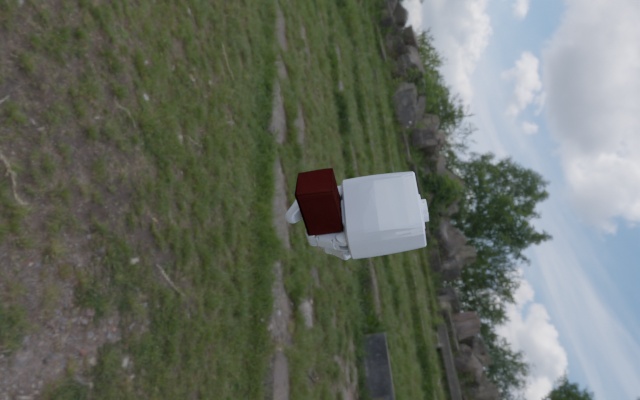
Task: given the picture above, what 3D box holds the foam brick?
[{"bbox_3d":[0.000,0.002,0.662,0.051,0.078,0.053,-8,40,10],"label":"foam brick"}]
